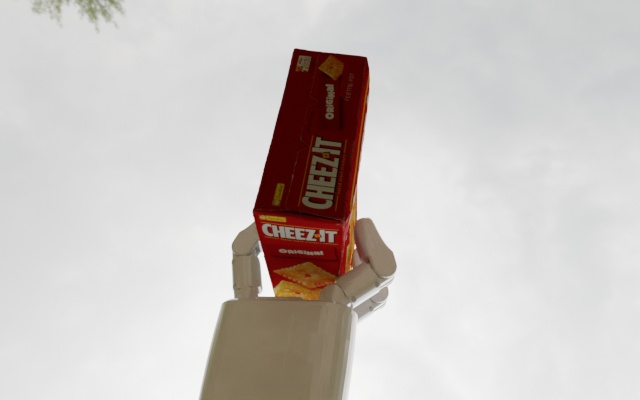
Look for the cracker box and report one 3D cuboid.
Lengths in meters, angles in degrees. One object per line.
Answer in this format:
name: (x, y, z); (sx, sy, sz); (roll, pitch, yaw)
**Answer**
cracker box: (0.000, 0.002, 0.438); (0.072, 0.164, 0.214); (6, -32, 4)
